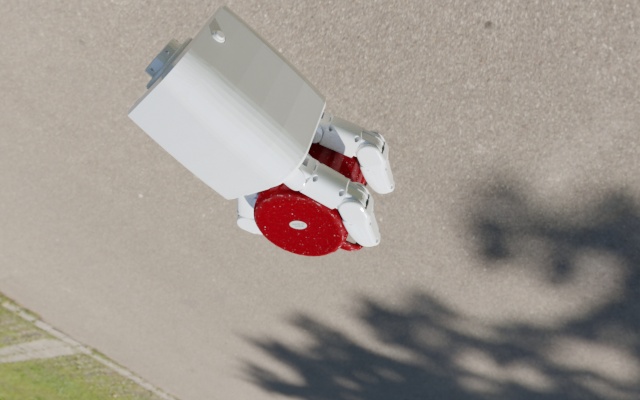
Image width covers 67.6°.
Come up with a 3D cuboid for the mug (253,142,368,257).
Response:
[{"bbox_3d":[0.001,0.002,0.421,0.117,0.081,0.093,40,-45,-23],"label":"mug"}]
